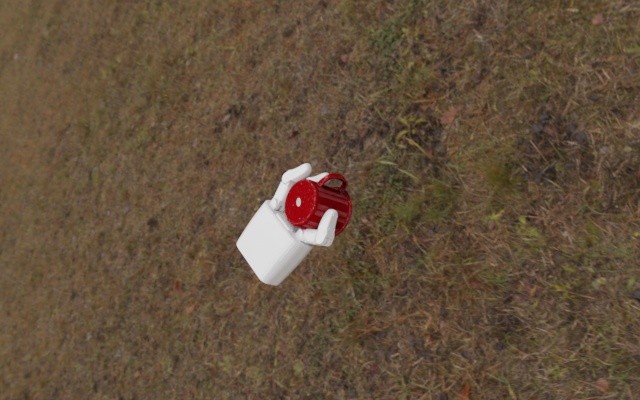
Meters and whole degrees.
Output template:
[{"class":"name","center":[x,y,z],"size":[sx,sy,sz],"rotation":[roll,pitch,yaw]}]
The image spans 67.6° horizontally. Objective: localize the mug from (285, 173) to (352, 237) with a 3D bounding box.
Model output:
[{"class":"mug","center":[0.001,0.002,0.812],"size":[0.081,0.117,0.093],"rotation":[18,29,-42]}]
